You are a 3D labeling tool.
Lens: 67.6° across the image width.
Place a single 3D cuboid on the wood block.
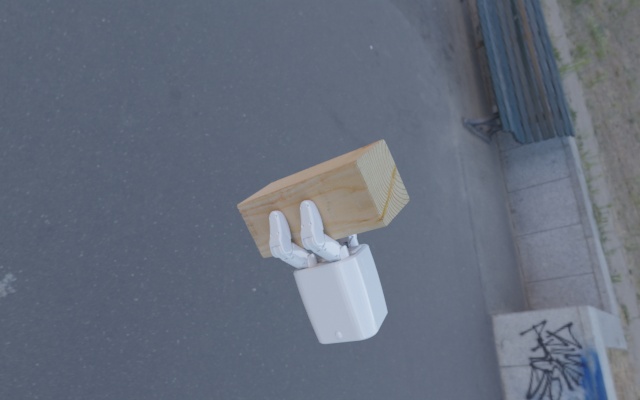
[{"bbox_3d":[0.001,0.002,0.647,0.206,0.090,0.090,-18,12,36],"label":"wood block"}]
